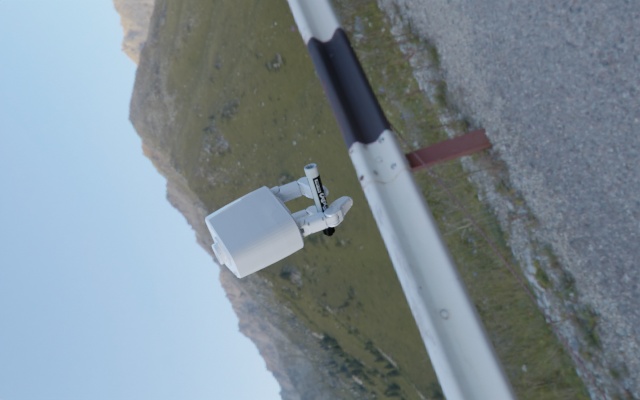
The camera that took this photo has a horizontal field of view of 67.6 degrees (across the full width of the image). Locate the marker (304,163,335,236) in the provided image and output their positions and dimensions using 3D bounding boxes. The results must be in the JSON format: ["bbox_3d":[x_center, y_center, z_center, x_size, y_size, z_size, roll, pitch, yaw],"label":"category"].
[{"bbox_3d":[0.000,0.002,0.706,0.020,0.121,0.020,-12,30,7],"label":"marker"}]
